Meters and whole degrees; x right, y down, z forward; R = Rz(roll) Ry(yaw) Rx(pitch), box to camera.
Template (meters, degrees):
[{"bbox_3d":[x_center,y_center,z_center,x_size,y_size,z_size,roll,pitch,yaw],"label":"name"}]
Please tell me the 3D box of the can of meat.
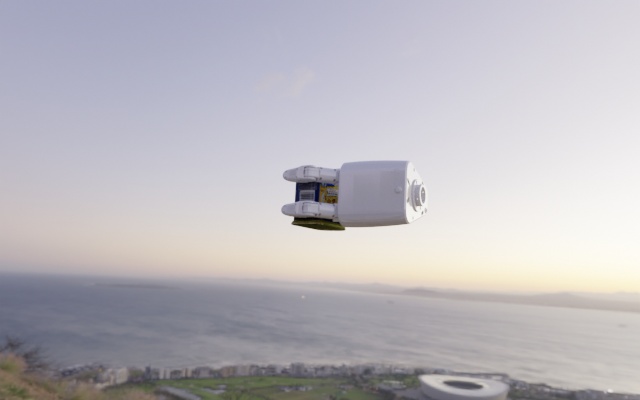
[{"bbox_3d":[0.000,0.002,0.771,0.057,0.084,0.102,-2,-10,32],"label":"can of meat"}]
